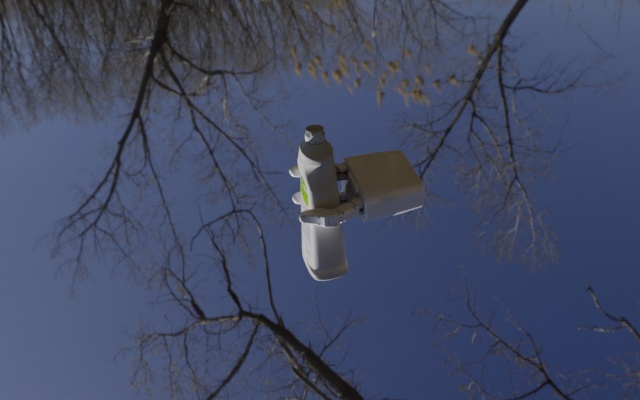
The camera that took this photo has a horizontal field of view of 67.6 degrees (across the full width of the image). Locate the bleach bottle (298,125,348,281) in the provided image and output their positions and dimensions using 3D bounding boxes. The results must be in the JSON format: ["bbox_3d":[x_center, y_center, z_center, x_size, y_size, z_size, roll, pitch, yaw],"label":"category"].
[{"bbox_3d":[0.000,0.003,0.773,0.068,0.251,0.102,-13,33,-14],"label":"bleach bottle"}]
